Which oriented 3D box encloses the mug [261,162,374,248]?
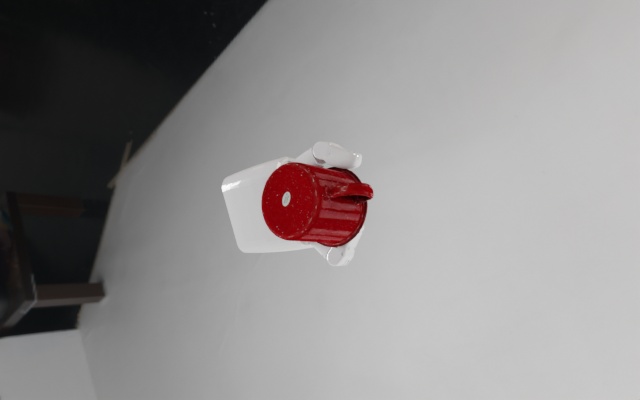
[{"bbox_3d":[0.001,0.001,0.509,0.117,0.093,0.081,-12,-13,36],"label":"mug"}]
